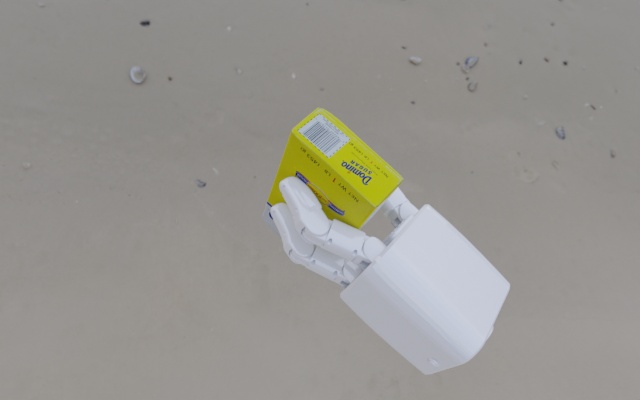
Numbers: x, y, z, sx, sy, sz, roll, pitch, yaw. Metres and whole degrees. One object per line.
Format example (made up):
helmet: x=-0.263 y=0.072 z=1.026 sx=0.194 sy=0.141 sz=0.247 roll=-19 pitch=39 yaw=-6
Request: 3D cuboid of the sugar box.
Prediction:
sugar box: x=0.000 y=0.002 z=0.450 sx=0.048 sy=0.093 sz=0.176 roll=-42 pitch=-10 yaw=-30
